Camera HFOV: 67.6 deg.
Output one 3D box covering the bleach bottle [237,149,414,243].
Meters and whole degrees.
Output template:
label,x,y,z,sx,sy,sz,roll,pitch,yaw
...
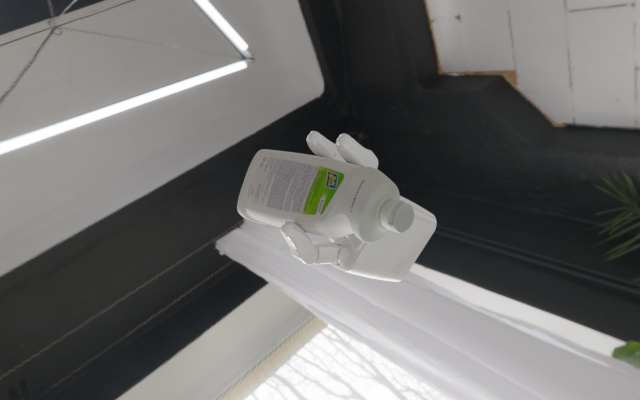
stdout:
label,x,y,z,sx,sy,sz,roll,pitch,yaw
bleach bottle,0.000,0.002,0.549,0.068,0.102,0.251,18,-1,-40
